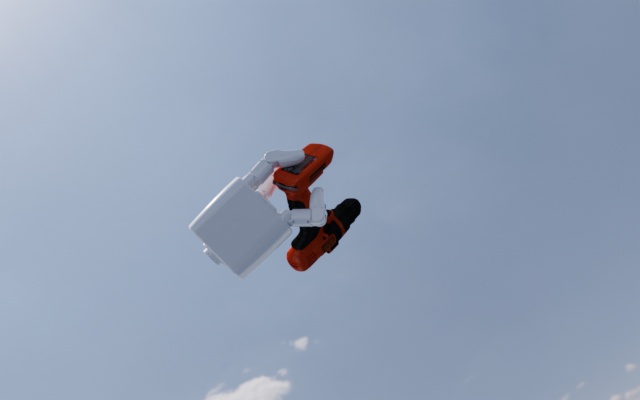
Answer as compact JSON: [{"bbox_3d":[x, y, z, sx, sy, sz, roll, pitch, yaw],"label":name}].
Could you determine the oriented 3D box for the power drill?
[{"bbox_3d":[0.000,0.002,0.798,0.057,0.188,0.184,17,46,36],"label":"power drill"}]
